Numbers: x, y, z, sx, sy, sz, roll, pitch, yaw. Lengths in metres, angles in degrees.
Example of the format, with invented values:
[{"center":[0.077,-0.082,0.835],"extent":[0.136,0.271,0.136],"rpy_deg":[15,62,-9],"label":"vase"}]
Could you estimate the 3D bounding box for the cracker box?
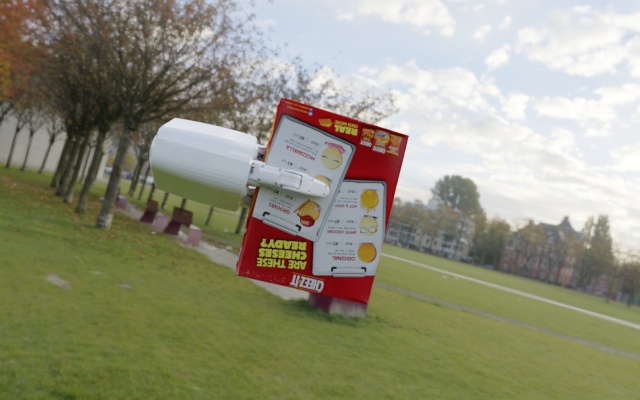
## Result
[{"center":[0.000,0.002,0.591],"extent":[0.164,0.213,0.072],"rpy_deg":[15,-2,-10],"label":"cracker box"}]
